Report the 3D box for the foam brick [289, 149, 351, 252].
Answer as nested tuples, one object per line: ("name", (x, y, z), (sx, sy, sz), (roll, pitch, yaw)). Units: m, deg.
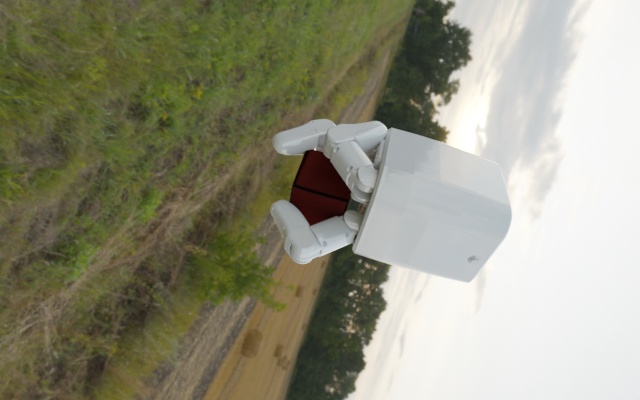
("foam brick", (0.000, 0.002, 0.443), (0.051, 0.053, 0.078), (16, -41, 2))
